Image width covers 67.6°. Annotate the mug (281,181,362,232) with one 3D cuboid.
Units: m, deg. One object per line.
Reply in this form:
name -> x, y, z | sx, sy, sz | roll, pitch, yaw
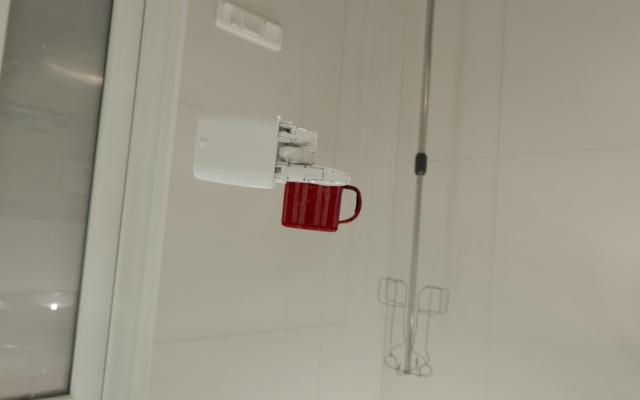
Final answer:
mug -> 0.002, 0.003, 0.677 | 0.117, 0.081, 0.093 | 6, -5, 2
